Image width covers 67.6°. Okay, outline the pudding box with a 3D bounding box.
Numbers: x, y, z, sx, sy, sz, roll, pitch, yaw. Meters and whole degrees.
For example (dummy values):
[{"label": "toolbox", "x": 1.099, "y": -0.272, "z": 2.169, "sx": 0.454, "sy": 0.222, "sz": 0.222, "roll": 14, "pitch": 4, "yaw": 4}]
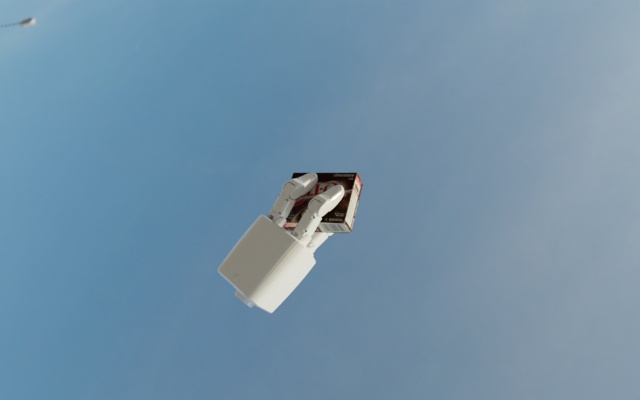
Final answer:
[{"label": "pudding box", "x": 0.000, "y": 0.003, "z": 0.728, "sx": 0.113, "sy": 0.090, "sz": 0.039, "roll": 2, "pitch": -31, "yaw": 23}]
